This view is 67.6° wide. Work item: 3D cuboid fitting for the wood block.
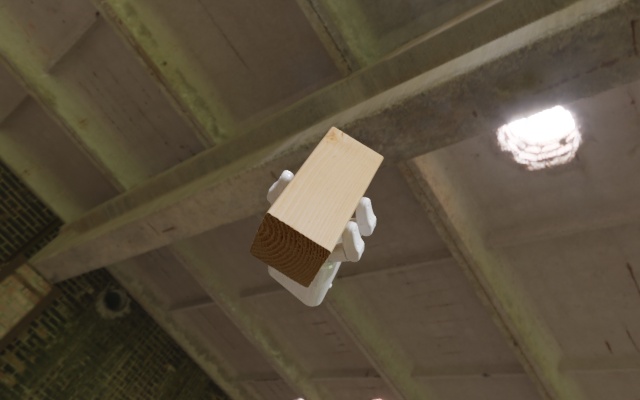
[{"bbox_3d":[0.000,0.002,0.650,0.091,0.090,0.206,31,45,2],"label":"wood block"}]
